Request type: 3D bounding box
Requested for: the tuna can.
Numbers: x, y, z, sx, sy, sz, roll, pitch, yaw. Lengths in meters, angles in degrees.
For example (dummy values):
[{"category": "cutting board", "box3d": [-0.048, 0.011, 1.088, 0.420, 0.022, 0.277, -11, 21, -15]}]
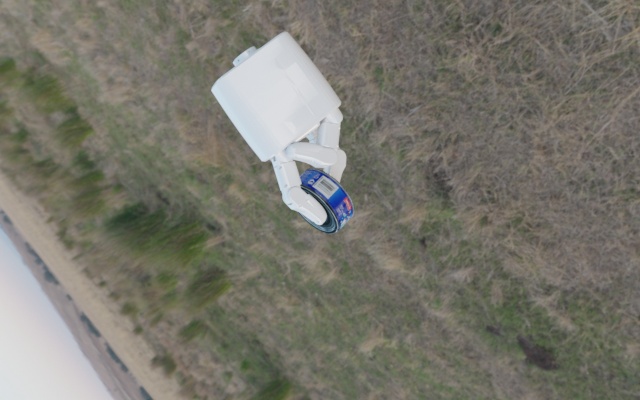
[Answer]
[{"category": "tuna can", "box3d": [0.000, 0.002, 0.613, 0.033, 0.086, 0.086, -46, 24, -26]}]
